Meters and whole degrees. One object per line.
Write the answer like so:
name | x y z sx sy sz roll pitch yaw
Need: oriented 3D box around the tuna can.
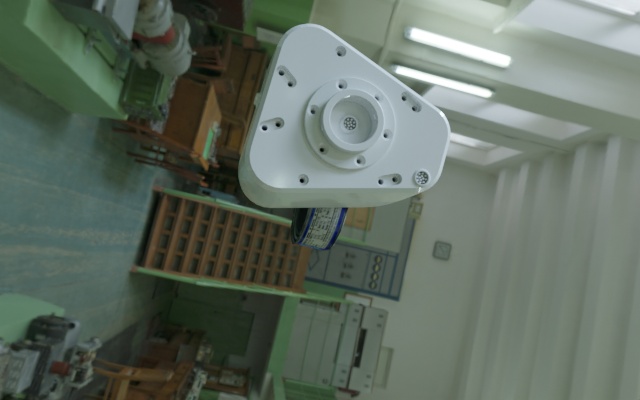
tuna can | 0.001 0.002 0.435 0.034 0.086 0.086 14 -3 -11
